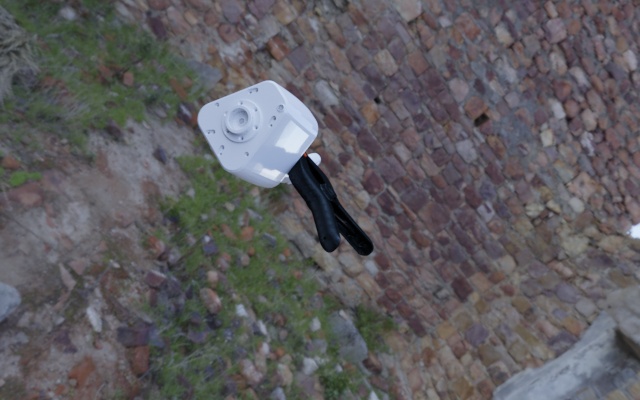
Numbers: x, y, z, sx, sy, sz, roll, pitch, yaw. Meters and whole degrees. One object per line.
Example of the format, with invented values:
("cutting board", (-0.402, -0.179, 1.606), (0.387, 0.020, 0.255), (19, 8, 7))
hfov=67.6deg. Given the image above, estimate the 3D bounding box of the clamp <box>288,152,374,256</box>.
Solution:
("clamp", (0.001, 0.002, 0.613), (0.039, 0.171, 0.120), (-39, -15, 12))
